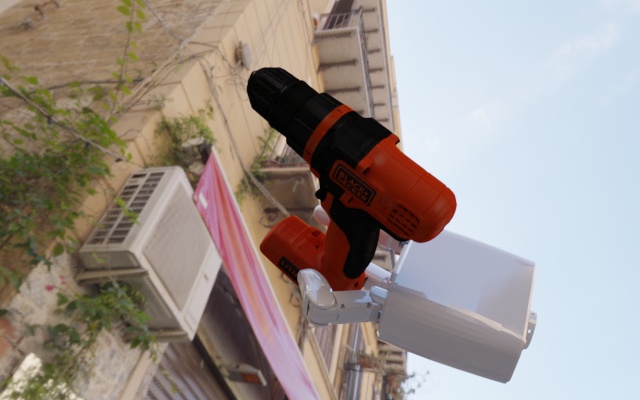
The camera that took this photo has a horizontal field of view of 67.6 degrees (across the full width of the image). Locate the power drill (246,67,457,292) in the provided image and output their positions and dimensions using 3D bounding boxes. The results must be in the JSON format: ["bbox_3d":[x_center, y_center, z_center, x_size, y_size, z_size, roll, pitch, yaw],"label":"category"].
[{"bbox_3d":[0.000,0.002,0.403,0.057,0.184,0.188,-40,-17,-35],"label":"power drill"}]
